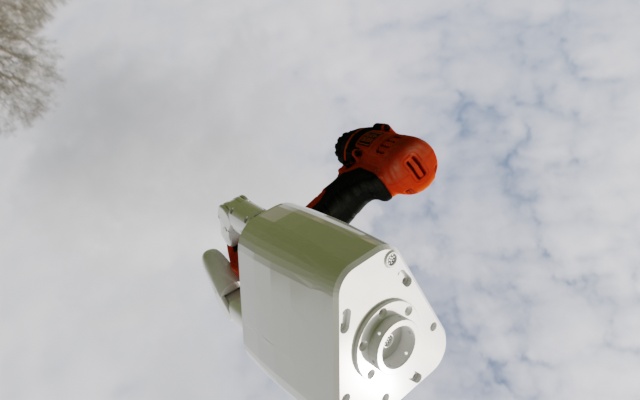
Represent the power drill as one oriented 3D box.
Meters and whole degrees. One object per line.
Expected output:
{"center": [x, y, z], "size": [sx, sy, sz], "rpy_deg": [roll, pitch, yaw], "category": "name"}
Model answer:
{"center": [0.000, 0.002, 0.441], "size": [0.187, 0.057, 0.184], "rpy_deg": [-42, 15, -3], "category": "power drill"}
